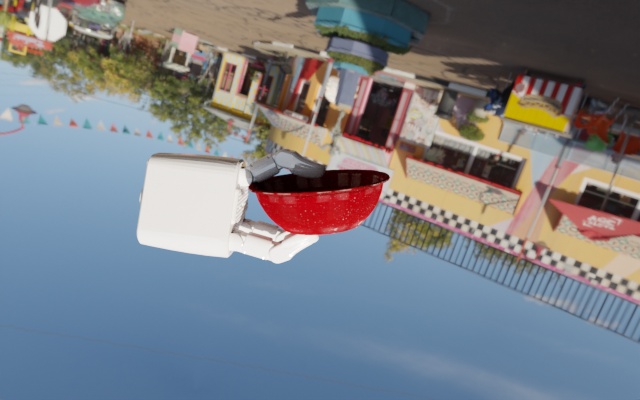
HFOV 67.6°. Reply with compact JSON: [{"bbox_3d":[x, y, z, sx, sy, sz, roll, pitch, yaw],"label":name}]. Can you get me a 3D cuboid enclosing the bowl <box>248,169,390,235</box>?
[{"bbox_3d":[0.001,0.002,0.549,0.162,0.055,0.162,-5,11,1],"label":"bowl"}]
